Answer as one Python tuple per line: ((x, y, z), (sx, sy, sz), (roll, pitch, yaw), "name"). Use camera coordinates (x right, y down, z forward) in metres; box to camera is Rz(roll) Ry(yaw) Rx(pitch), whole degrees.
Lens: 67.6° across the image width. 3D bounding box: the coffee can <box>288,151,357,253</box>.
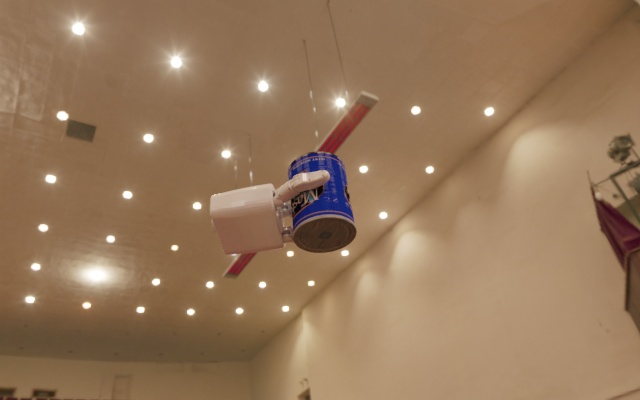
((0.000, 0.003, 0.807), (0.103, 0.140, 0.103), (-5, -37, -4), "coffee can")
